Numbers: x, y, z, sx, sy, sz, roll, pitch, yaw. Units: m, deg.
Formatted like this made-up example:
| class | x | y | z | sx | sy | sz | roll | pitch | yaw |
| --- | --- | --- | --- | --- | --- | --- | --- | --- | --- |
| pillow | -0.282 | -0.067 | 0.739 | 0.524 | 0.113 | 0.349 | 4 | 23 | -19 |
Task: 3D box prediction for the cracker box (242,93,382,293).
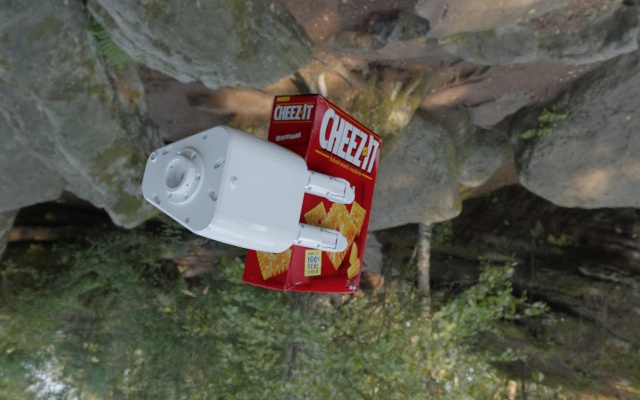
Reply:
| class | x | y | z | sx | sy | sz | roll | pitch | yaw |
| --- | --- | --- | --- | --- | --- | --- | --- | --- | --- |
| cracker box | 0.000 | 0.002 | 0.577 | 0.072 | 0.213 | 0.164 | 6 | -8 | 33 |
